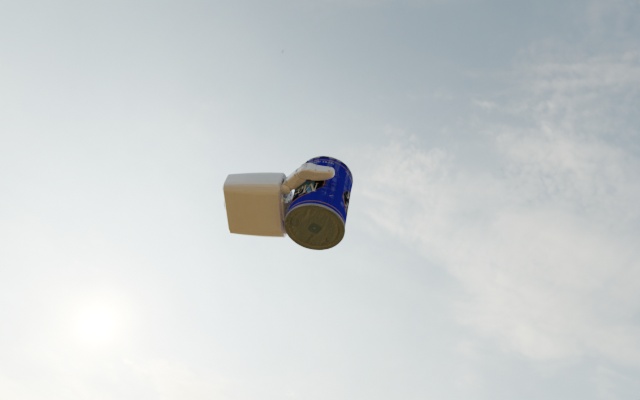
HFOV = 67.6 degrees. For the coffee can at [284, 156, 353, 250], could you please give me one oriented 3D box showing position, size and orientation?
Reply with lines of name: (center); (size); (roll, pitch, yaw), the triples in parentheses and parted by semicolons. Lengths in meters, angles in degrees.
coffee can: (0.000, 0.003, 0.844); (0.103, 0.103, 0.140); (0, 40, 11)
